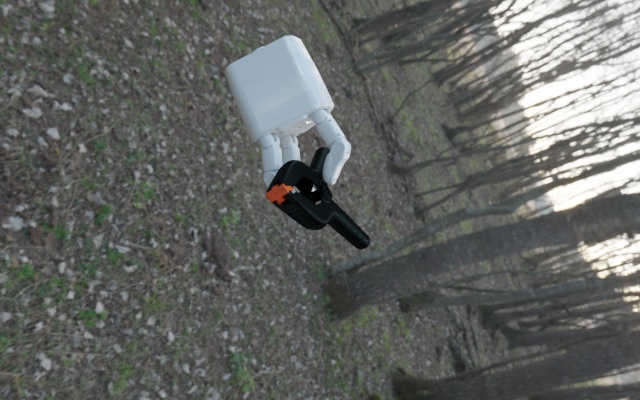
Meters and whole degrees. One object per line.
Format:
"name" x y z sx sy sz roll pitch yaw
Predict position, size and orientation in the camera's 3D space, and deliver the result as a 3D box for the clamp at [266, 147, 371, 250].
"clamp" 0.000 0.002 0.629 0.036 0.164 0.210 -29 -6 22
